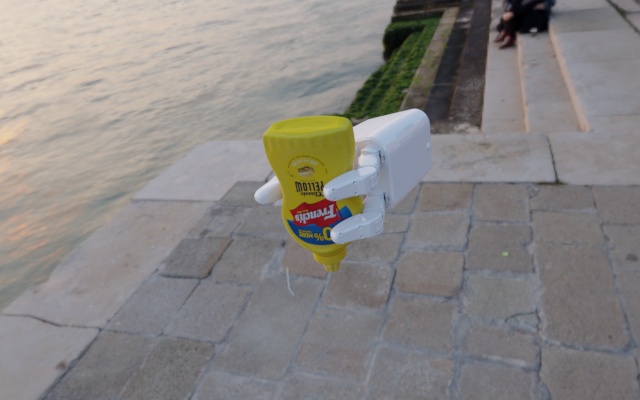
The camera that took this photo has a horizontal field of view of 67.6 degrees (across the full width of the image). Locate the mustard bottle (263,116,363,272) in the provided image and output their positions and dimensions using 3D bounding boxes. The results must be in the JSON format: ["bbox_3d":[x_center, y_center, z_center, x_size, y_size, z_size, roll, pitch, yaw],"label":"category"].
[{"bbox_3d":[0.000,0.002,0.548,0.096,0.192,0.058,-1,31,16],"label":"mustard bottle"}]
